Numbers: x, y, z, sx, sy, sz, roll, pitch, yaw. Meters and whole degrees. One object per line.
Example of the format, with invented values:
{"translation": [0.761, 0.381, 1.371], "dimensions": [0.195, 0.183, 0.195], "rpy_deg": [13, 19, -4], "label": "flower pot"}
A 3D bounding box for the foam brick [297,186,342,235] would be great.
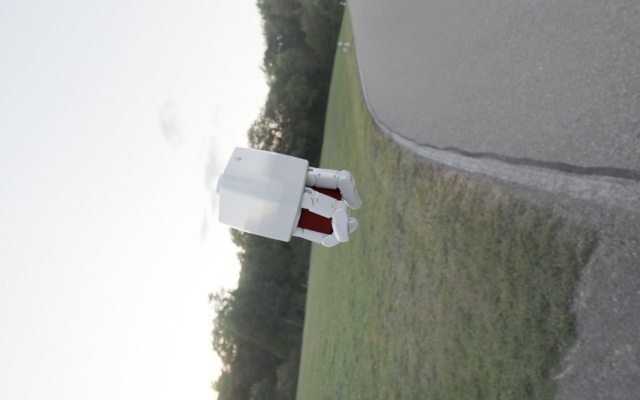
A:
{"translation": [0.000, 0.002, 0.689], "dimensions": [0.051, 0.053, 0.078], "rpy_deg": [14, 34, -4], "label": "foam brick"}
